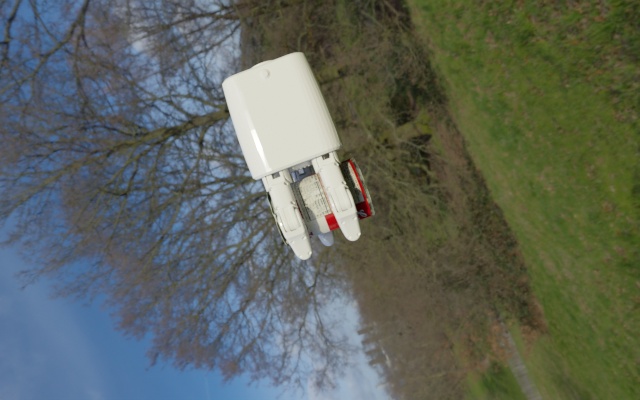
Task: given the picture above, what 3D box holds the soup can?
[{"bbox_3d":[0.000,0.002,0.524,0.102,0.068,0.068,-20,0,0],"label":"soup can"}]
